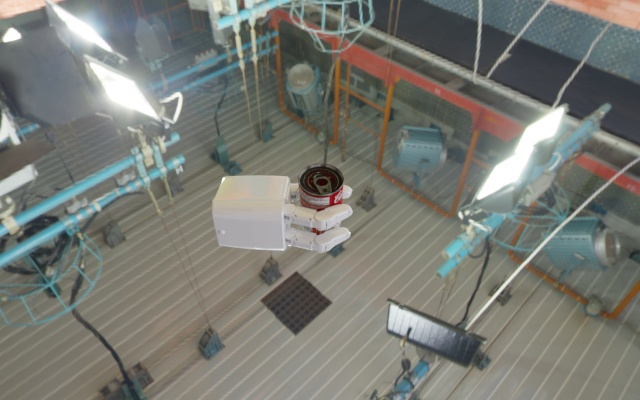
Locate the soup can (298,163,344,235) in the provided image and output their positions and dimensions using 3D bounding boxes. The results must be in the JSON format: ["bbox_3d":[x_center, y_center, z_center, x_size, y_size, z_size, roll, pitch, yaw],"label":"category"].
[{"bbox_3d":[0.001,0.003,0.739,0.068,0.068,0.102,0,-43,-1],"label":"soup can"}]
